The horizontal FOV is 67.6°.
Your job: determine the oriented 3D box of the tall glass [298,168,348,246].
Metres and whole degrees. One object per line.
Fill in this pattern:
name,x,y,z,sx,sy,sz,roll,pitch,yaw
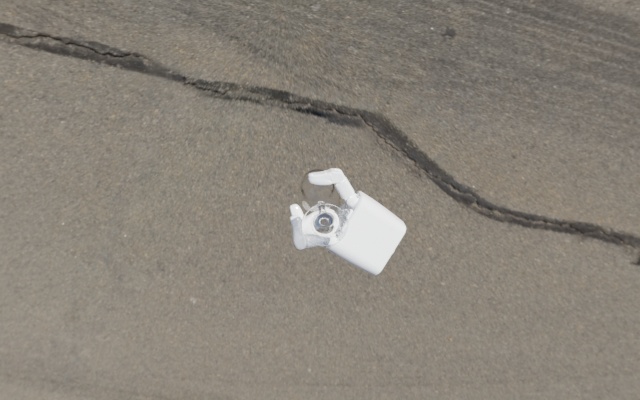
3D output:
tall glass,0.000,0.003,0.838,0.079,0.079,0.201,0,22,-5
